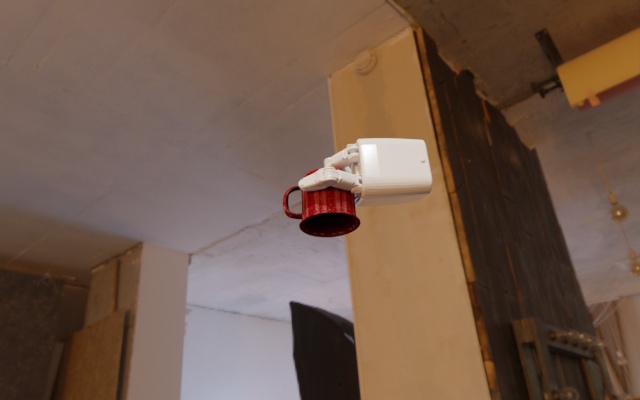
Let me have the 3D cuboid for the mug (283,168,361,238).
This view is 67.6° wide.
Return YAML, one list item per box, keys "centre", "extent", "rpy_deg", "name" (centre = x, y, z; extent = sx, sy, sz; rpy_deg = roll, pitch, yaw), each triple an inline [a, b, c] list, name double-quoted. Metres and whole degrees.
- centre: [-0.001, 0.002, 0.738]
  extent: [0.117, 0.081, 0.093]
  rpy_deg: [-1, -27, -5]
  name: "mug"
